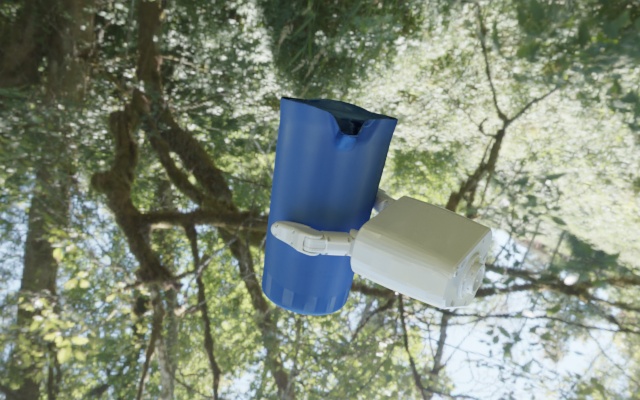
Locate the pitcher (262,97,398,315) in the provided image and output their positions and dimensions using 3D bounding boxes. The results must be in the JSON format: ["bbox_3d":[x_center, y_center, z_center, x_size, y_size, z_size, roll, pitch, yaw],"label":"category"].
[{"bbox_3d":[0.000,0.002,0.573,0.145,0.243,0.149,21,17,32],"label":"pitcher"}]
